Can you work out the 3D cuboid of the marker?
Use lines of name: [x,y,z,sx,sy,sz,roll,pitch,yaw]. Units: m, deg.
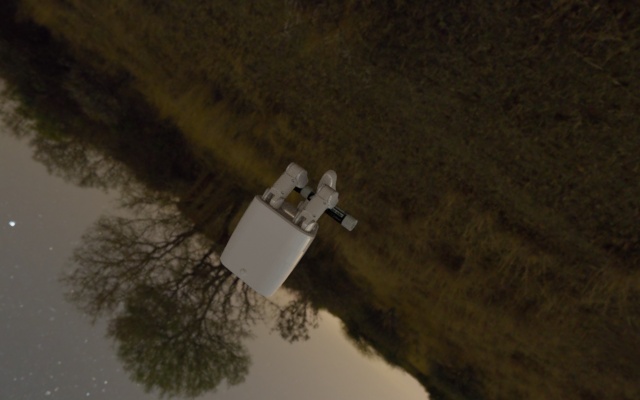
marker: [0.000,0.002,0.693,0.121,0.020,0.020,35,11,17]
